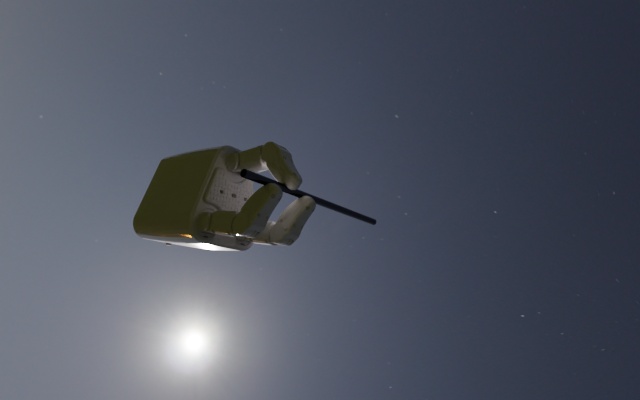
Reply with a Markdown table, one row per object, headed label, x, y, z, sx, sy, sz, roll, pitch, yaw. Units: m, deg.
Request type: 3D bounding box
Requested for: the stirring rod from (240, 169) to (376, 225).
| label | x | y | z | sx | sy | sz | roll | pitch | yaw |
| --- | --- | --- | --- | --- | --- | --- | --- | --- | --- |
| stirring rod | 0.000 | 0.002 | 0.517 | 0.011 | 0.011 | 0.239 | 0 | -13 | 35 |
